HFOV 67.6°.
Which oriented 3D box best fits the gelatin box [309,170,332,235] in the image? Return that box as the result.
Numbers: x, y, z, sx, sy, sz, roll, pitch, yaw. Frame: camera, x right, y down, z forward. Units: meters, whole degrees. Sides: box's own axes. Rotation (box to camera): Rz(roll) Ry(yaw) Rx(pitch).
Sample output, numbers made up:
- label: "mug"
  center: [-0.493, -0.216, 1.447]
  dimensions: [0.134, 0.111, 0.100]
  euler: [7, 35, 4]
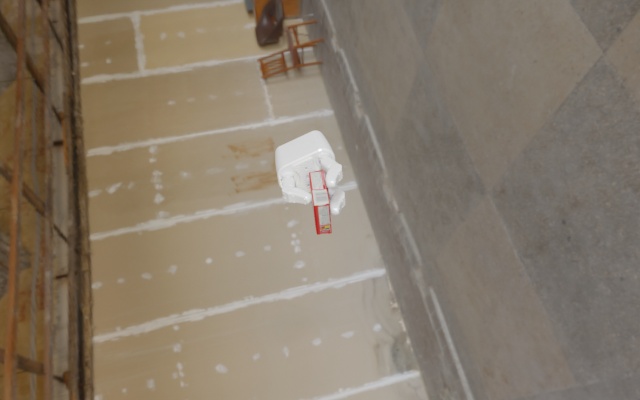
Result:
- label: "gelatin box"
  center: [0.000, 0.003, 0.831]
  dimensions: [0.030, 0.073, 0.089]
  euler: [-7, 44, -2]
